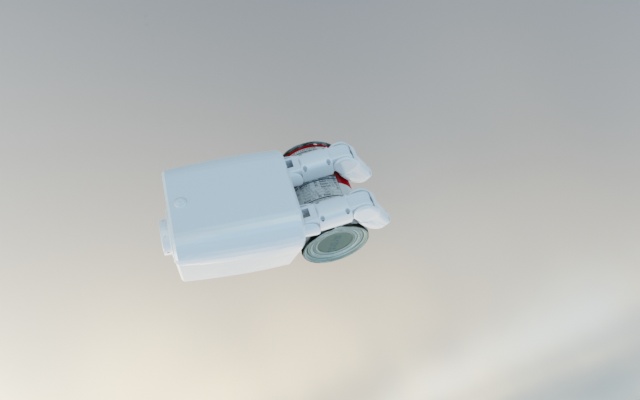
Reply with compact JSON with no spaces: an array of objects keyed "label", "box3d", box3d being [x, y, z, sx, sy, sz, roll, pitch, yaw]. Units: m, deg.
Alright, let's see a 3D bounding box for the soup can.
[{"label":"soup can","box3d":[0.001,0.002,0.471,0.068,0.102,0.068,-14,-32,-9]}]
